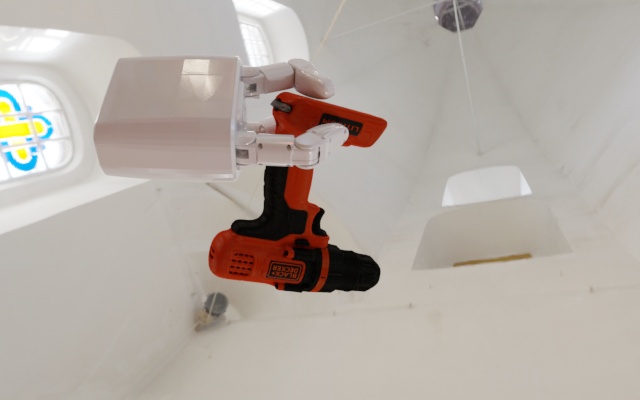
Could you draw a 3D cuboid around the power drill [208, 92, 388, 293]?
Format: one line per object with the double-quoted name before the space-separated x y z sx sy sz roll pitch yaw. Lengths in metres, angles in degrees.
"power drill" 0.000 0.001 0.463 0.184 0.188 0.057 11 12 -27
